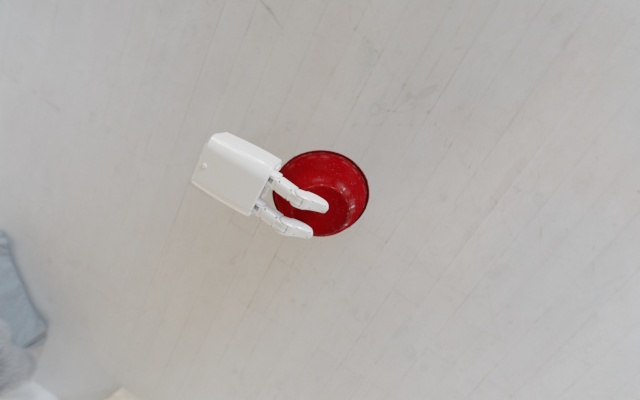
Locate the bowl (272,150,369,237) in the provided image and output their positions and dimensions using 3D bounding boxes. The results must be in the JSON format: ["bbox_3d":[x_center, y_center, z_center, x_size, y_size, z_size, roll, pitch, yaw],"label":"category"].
[{"bbox_3d":[0.001,0.003,0.772,0.162,0.162,0.055,0,30,1],"label":"bowl"}]
